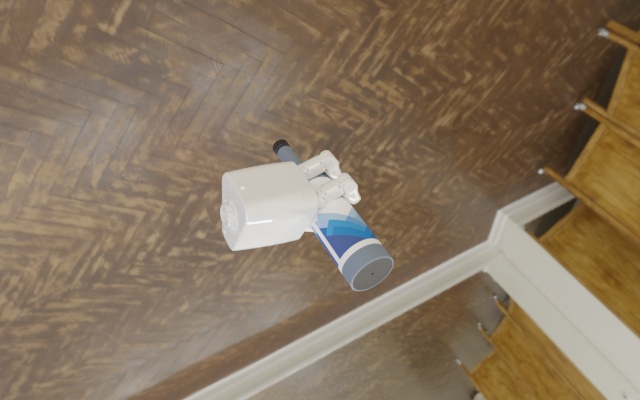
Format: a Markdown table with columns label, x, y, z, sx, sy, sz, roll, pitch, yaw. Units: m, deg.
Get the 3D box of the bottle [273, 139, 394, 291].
| label | x | y | z | sx | sy | sz | roll | pitch | yaw |
| --- | --- | --- | --- | --- | --- | --- | --- | --- | --- |
| bottle | 0.000 | 0.003 | 0.715 | 0.069 | 0.069 | 0.295 | 0 | 40 | -38 |
